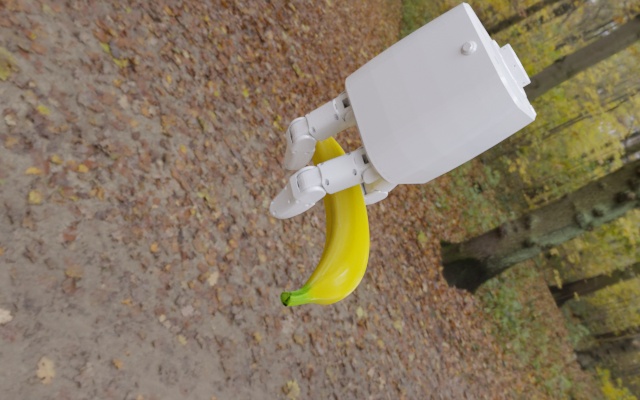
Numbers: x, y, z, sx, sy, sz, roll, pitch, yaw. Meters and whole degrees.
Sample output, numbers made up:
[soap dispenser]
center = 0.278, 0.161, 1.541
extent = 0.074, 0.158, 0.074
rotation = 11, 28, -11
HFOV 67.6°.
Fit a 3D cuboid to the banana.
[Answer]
[banana]
center = 0.013, 0.014, 0.417
extent = 0.037, 0.197, 0.070
rotation = -32, -55, 33
